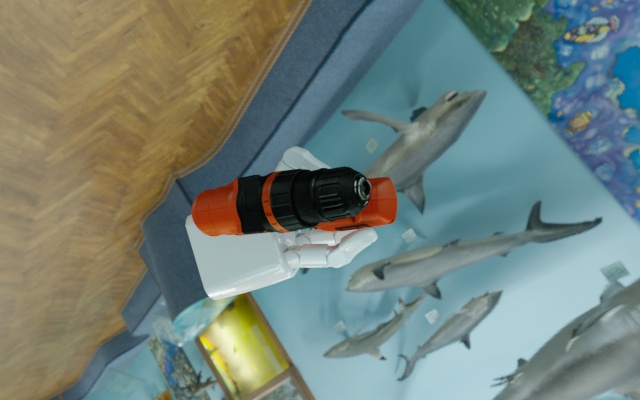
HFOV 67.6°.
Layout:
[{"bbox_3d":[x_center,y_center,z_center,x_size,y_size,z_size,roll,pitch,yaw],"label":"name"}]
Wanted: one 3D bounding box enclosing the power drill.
[{"bbox_3d":[0.000,0.002,0.463,0.184,0.057,0.187,-6,-5,36],"label":"power drill"}]
